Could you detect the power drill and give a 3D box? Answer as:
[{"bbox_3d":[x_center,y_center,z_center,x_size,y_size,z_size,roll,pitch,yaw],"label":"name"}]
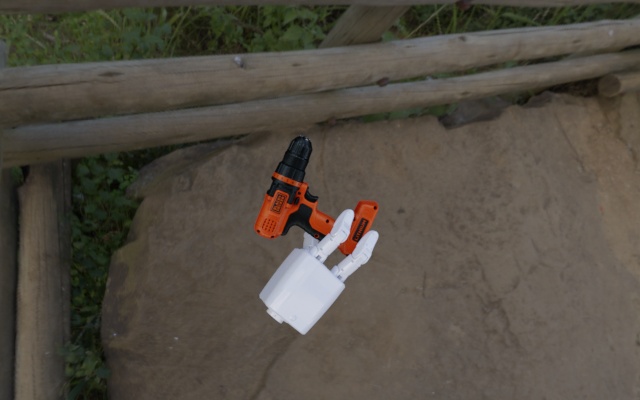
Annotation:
[{"bbox_3d":[0.000,0.003,0.822,0.187,0.184,0.057,23,7,-6],"label":"power drill"}]
